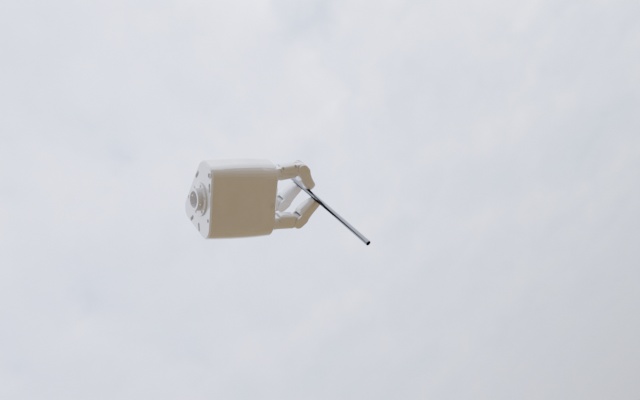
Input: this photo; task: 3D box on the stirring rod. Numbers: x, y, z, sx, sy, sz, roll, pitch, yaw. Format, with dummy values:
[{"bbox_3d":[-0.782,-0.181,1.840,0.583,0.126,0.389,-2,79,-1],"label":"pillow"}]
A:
[{"bbox_3d":[0.000,0.002,0.752,0.011,0.011,0.239,0,29,-40],"label":"stirring rod"}]
